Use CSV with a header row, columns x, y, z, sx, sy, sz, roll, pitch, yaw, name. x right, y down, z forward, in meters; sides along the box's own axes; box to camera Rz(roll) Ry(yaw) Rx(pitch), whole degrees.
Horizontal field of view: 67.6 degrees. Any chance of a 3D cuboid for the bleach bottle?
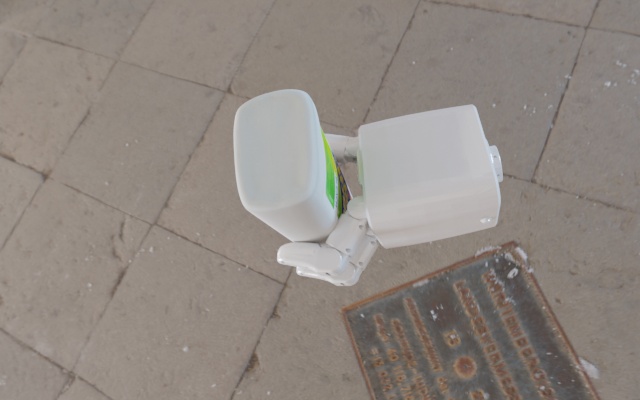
x,y,z,sx,sy,sz,roll,pitch,yaw,name
0.000,0.002,0.464,0.068,0.102,0.251,-11,-21,13,bleach bottle
